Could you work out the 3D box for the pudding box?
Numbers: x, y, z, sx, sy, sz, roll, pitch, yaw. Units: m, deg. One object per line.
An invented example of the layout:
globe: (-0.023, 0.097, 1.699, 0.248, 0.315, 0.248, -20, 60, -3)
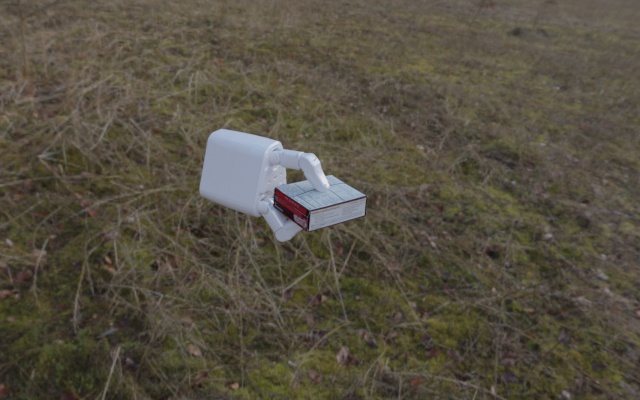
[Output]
pudding box: (0.000, 0.002, 0.706, 0.113, 0.039, 0.090, -15, 33, -34)
